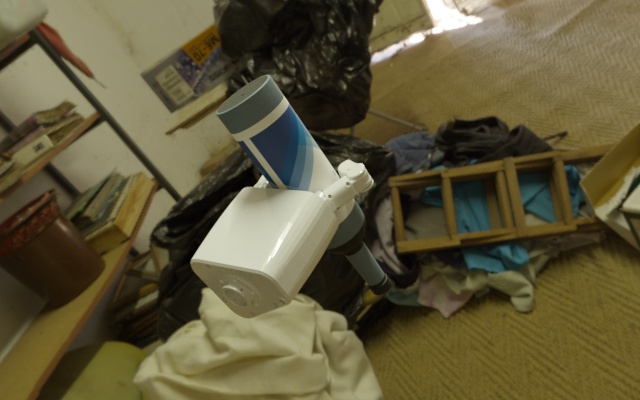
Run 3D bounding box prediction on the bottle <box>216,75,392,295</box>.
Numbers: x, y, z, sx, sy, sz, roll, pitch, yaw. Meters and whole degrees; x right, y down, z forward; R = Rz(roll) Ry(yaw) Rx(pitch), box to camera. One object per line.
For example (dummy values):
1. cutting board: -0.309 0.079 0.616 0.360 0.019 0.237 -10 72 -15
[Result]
1. bottle: 0.000 0.002 0.539 0.069 0.296 0.069 -28 27 16
